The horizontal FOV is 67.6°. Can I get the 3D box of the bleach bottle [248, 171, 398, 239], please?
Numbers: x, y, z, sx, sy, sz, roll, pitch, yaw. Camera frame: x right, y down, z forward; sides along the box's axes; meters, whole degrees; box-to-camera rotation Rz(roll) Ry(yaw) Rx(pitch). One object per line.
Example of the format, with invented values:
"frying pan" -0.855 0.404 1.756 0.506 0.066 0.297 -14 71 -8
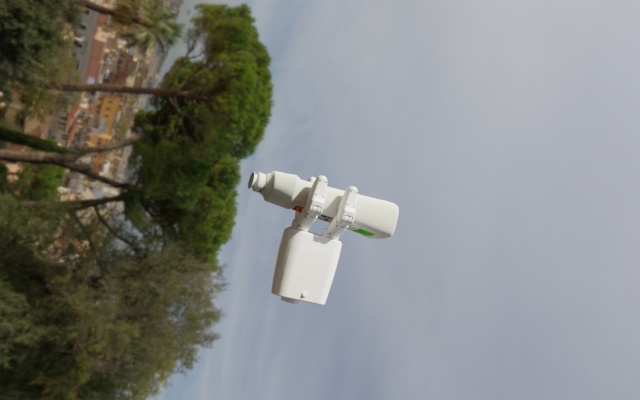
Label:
"bleach bottle" 0.000 0.003 0.794 0.251 0.068 0.102 17 -8 -22
